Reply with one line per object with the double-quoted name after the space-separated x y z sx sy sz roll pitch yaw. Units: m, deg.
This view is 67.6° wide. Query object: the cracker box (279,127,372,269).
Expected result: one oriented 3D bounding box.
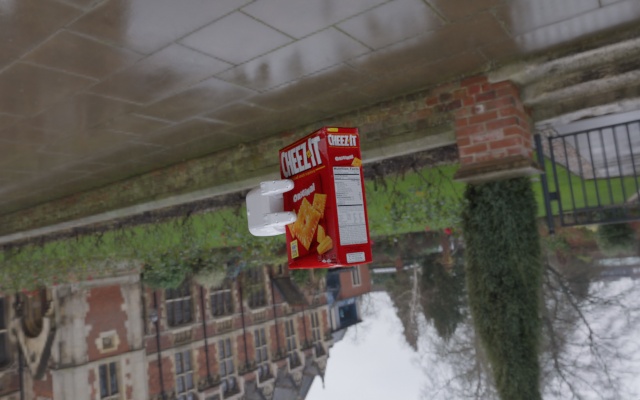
0.000 0.003 0.786 0.072 0.213 0.164 -2 -7 -32 "cracker box"
